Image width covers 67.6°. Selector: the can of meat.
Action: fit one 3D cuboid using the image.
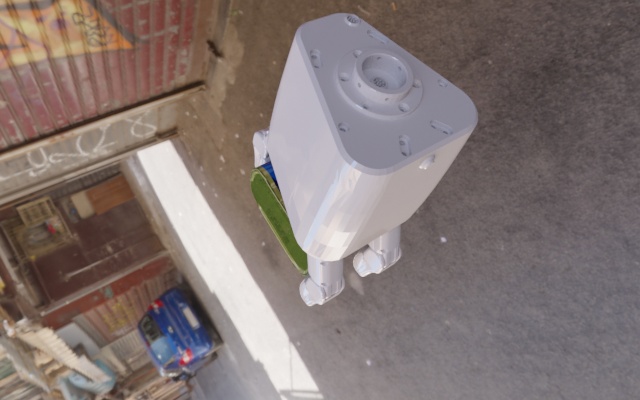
[{"bbox_3d":[0.000,0.001,0.403,0.084,0.102,0.057,-27,-15,-26],"label":"can of meat"}]
